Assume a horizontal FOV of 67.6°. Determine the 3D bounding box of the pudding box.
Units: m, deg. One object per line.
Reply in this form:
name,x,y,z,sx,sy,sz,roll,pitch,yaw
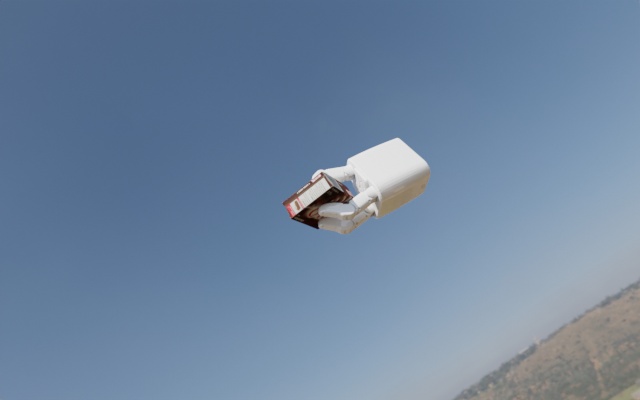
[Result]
pudding box,0.000,0.002,0.814,0.090,0.039,0.113,-39,-27,12
